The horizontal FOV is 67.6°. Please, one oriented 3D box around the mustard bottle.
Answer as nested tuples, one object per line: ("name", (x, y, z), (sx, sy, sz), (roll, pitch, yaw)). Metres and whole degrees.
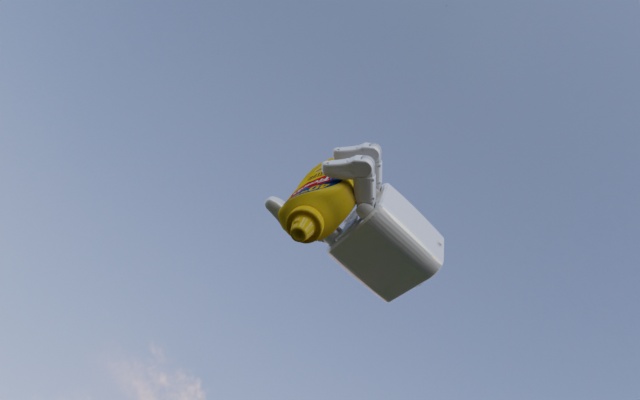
("mustard bottle", (0.000, 0.002, 0.579), (0.096, 0.058, 0.191), (-20, 15, 21))
